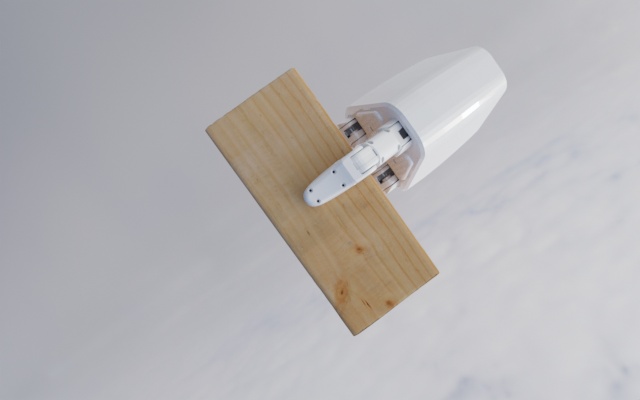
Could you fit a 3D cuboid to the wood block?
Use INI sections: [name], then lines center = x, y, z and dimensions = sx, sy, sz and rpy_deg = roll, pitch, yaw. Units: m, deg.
[wood block]
center = 0.000, 0.001, 0.426
dimensions = 0.090, 0.206, 0.091
rpy_deg = -36, 2, -3
